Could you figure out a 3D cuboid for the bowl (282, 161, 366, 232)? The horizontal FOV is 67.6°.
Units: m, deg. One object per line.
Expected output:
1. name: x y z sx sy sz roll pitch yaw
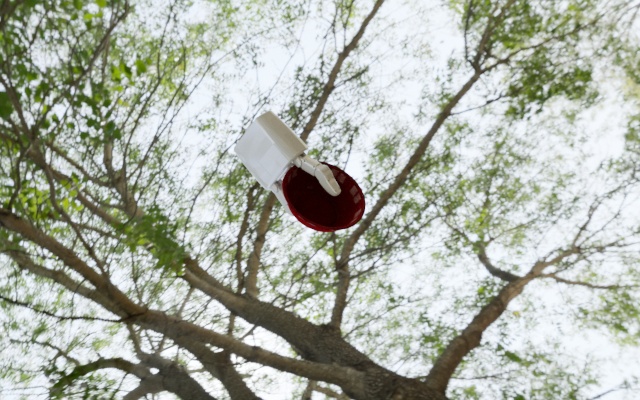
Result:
1. bowl: 0.001 0.004 0.886 0.162 0.162 0.055 0 -38 -24
